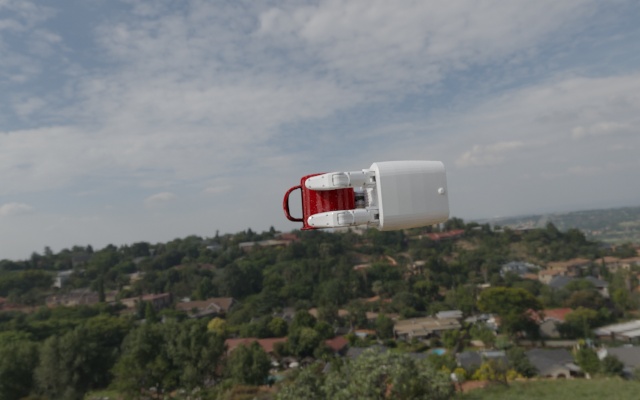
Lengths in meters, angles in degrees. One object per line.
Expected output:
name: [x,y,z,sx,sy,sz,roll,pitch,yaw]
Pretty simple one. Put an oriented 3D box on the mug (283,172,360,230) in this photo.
mug: [-0.001,0.002,0.732,0.117,0.081,0.093,-4,-4,-12]
